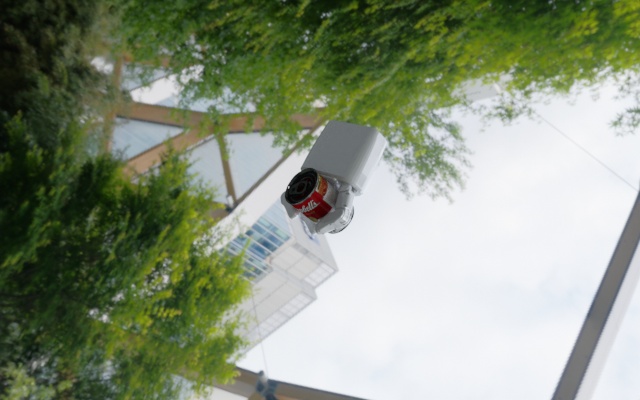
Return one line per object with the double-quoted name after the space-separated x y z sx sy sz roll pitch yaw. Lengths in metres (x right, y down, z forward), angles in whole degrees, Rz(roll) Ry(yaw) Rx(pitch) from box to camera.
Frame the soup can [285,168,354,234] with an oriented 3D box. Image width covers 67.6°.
0.000 0.003 0.781 0.068 0.068 0.102 0 -31 45 "soup can"
